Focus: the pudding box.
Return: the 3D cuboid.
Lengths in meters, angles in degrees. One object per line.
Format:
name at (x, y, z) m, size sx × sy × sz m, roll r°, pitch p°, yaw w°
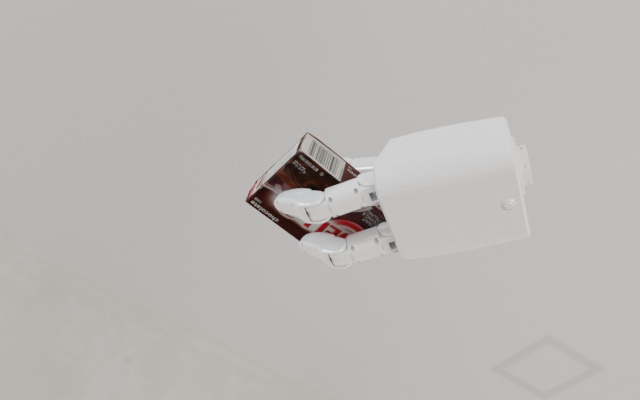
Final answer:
pudding box at (0.000, 0.001, 0.456) m, size 0.090 × 0.113 × 0.039 m, roll -39°, pitch 19°, yaw 37°
